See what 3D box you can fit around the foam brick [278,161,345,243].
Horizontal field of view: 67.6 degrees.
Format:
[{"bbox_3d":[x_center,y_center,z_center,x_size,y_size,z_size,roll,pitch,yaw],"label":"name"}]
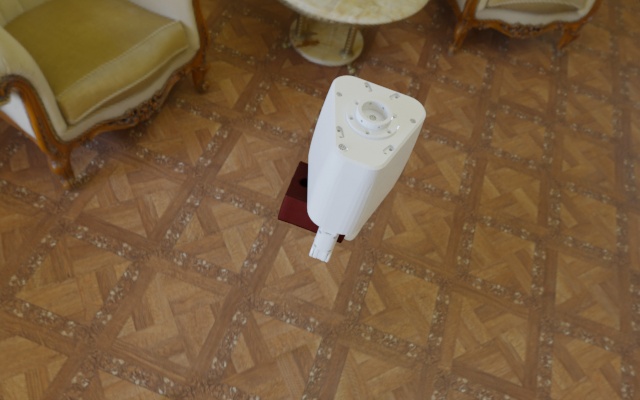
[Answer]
[{"bbox_3d":[0.000,0.002,0.527,0.078,0.053,0.051,20,-36,1],"label":"foam brick"}]
